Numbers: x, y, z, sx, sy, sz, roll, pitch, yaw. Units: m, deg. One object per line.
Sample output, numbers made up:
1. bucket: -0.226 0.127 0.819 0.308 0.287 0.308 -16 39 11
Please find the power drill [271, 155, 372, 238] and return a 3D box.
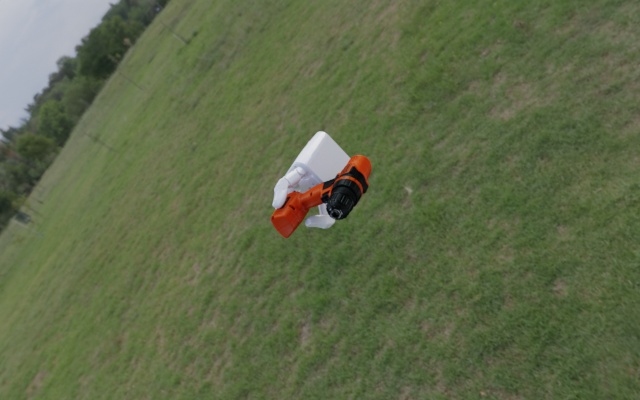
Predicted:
1. power drill: 0.000 0.003 0.867 0.188 0.057 0.184 -25 17 31
